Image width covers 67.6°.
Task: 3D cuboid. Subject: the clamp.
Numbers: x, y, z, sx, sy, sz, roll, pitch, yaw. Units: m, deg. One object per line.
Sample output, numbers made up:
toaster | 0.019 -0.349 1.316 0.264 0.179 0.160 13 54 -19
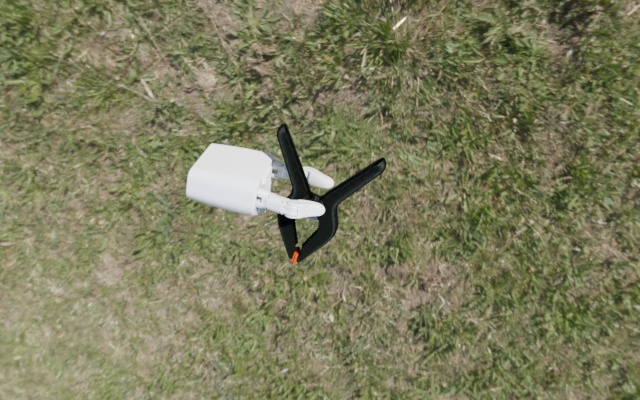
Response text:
clamp | 0.000 0.003 0.718 0.164 0.210 0.036 13 20 4
